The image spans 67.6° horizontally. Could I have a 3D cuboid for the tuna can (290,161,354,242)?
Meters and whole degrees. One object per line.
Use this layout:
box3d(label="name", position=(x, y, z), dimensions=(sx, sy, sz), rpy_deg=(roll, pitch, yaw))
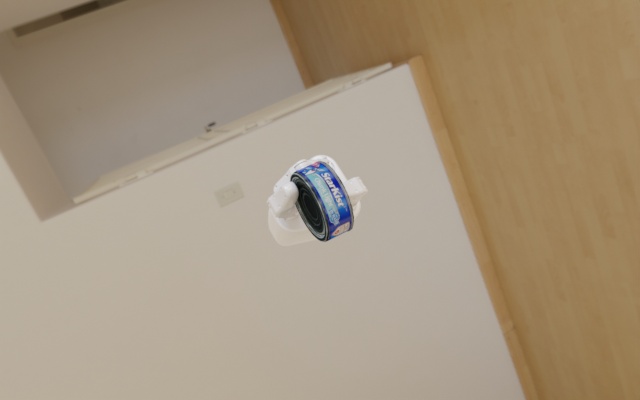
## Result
box3d(label="tuna can", position=(0.000, 0.002, 0.527), dimensions=(0.034, 0.086, 0.086), rpy_deg=(-25, 8, -19))
